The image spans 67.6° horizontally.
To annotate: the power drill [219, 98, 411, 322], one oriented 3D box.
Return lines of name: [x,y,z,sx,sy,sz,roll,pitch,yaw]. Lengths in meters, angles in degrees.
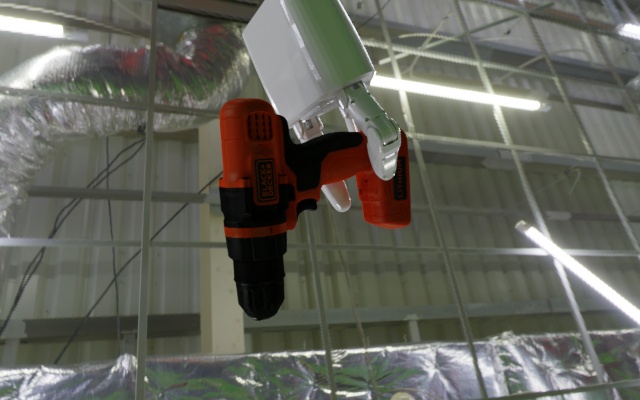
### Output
power drill: [0.000,0.001,0.435,0.187,0.184,0.057,-8,9,-37]
